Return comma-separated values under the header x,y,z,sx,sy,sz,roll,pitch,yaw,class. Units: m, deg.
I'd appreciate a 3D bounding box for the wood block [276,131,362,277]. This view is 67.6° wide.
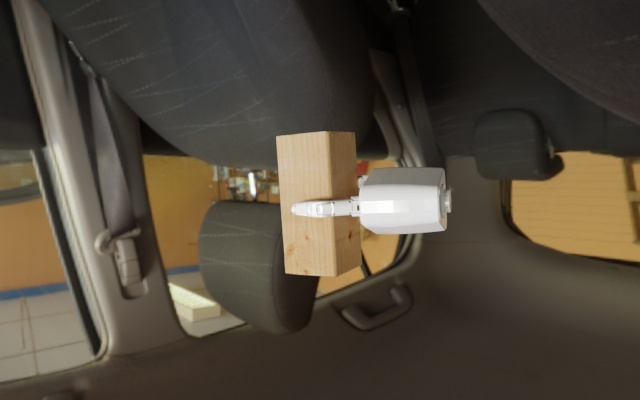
x,y,z,sx,sy,sz,roll,pitch,yaw,class
0.000,0.003,0.722,0.090,0.206,0.091,-1,5,31,wood block
